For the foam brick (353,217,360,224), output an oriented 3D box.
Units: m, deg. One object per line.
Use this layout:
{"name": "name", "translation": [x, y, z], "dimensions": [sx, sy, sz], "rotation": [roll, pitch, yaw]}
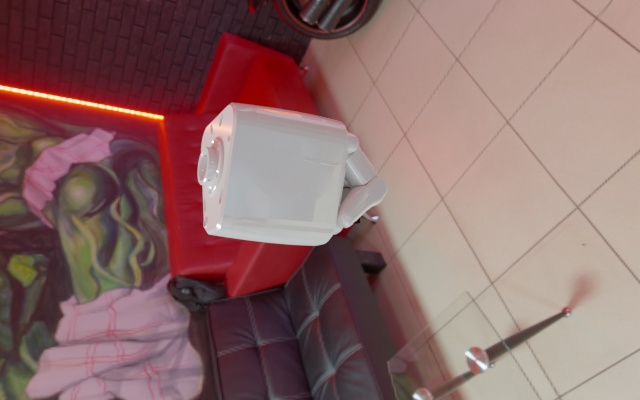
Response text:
{"name": "foam brick", "translation": [0.000, 0.002, 0.509], "dimensions": [0.051, 0.053, 0.078], "rotation": [7, -14, -29]}
